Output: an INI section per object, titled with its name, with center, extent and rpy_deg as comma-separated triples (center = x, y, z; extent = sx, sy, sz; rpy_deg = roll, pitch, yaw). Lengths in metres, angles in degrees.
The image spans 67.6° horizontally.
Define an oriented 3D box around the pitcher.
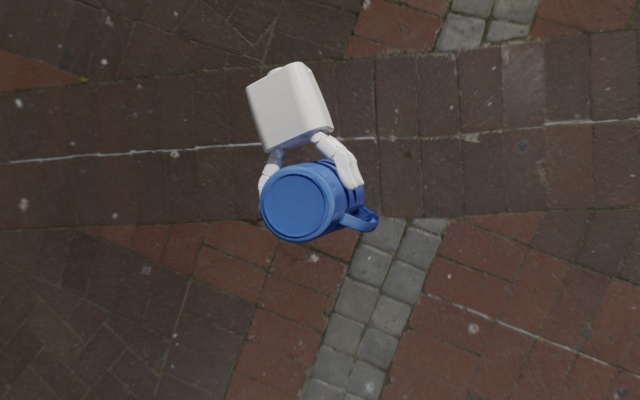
[pitcher]
center = 0.000, 0.002, 0.760
extent = 0.149, 0.145, 0.243
rpy_deg = -17, 0, 13
